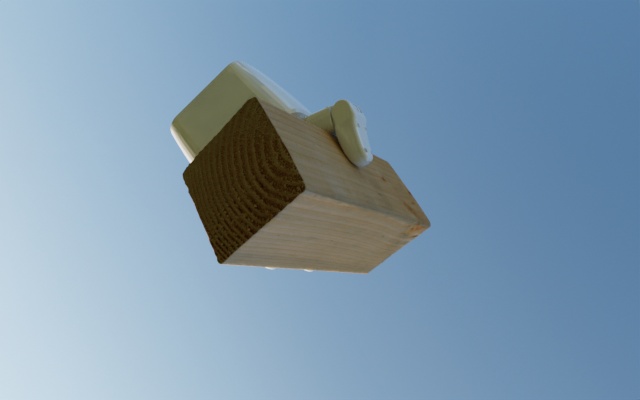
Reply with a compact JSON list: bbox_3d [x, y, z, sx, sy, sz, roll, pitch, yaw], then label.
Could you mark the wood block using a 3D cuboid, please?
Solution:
[{"bbox_3d":[0.000,0.001,0.416,0.091,0.090,0.206,-42,-29,22],"label":"wood block"}]
